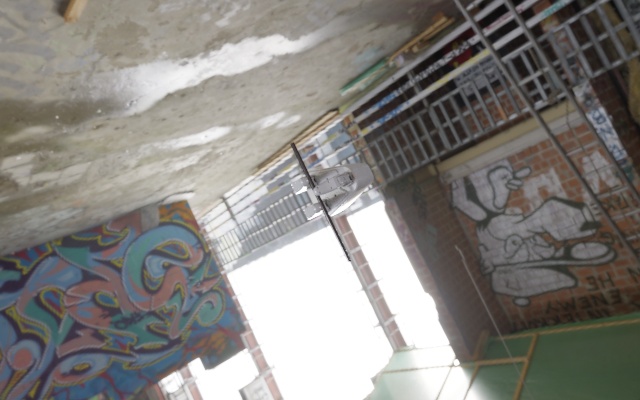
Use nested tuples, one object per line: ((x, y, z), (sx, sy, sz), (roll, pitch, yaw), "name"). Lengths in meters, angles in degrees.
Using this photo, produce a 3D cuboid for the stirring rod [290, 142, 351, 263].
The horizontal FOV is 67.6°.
((0.000, 0.003, 0.870), (0.011, 0.239, 0.011), (-26, -3, -1), "stirring rod")
